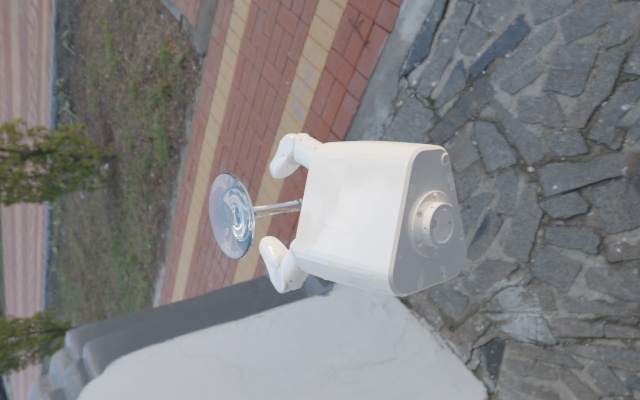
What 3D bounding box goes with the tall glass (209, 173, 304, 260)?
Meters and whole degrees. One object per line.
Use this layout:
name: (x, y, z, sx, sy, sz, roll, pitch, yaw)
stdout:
tall glass: (-0.001, 0.002, 0.465, 0.201, 0.079, 0.079, -9, 6, -39)
